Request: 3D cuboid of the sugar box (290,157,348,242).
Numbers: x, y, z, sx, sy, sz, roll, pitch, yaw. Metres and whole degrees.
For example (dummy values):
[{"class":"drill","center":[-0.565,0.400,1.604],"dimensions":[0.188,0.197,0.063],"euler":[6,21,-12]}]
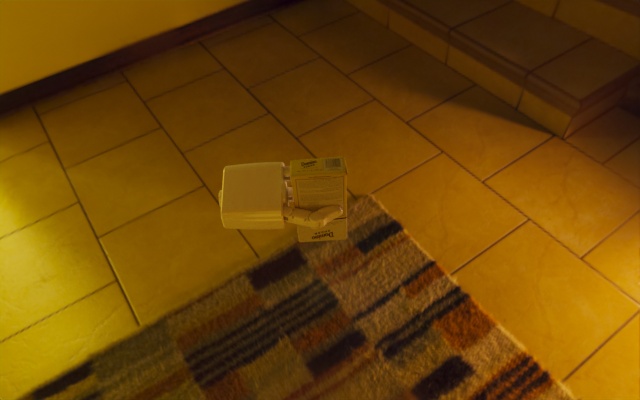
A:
[{"class":"sugar box","center":[0.000,0.002,0.841],"dimensions":[0.093,0.048,0.176],"euler":[-3,-40,-1]}]
